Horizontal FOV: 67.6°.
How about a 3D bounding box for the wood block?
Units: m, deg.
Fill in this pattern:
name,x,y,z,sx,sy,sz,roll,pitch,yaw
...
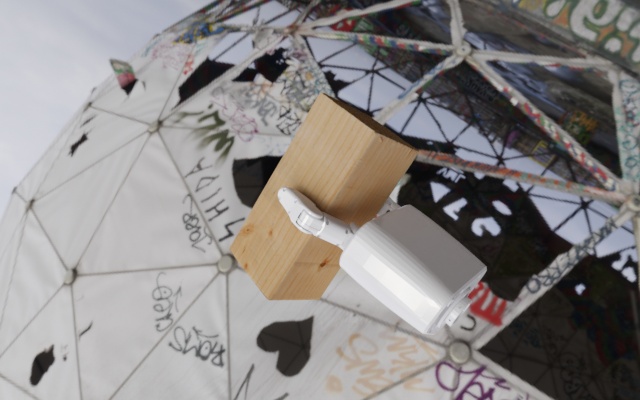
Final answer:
name,x,y,z,sx,sy,sz,roll,pitch,yaw
wood block,0.000,0.002,0.524,0.091,0.206,0.090,13,24,-49
